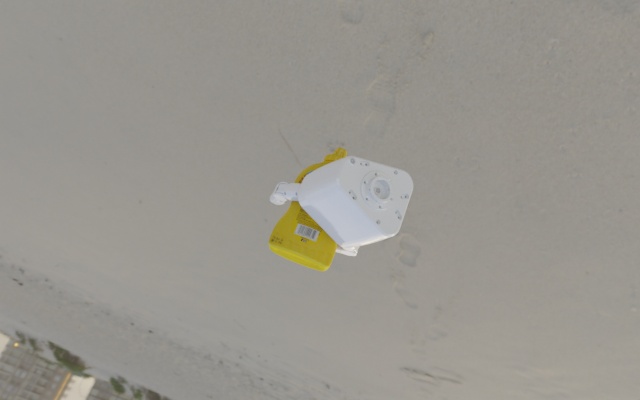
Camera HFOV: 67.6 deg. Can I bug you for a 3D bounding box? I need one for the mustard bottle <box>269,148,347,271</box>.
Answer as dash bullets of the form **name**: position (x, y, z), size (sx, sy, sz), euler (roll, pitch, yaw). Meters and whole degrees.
- **mustard bottle**: position (0.000, 0.003, 0.721), size (0.096, 0.191, 0.058), euler (21, -21, 4)
